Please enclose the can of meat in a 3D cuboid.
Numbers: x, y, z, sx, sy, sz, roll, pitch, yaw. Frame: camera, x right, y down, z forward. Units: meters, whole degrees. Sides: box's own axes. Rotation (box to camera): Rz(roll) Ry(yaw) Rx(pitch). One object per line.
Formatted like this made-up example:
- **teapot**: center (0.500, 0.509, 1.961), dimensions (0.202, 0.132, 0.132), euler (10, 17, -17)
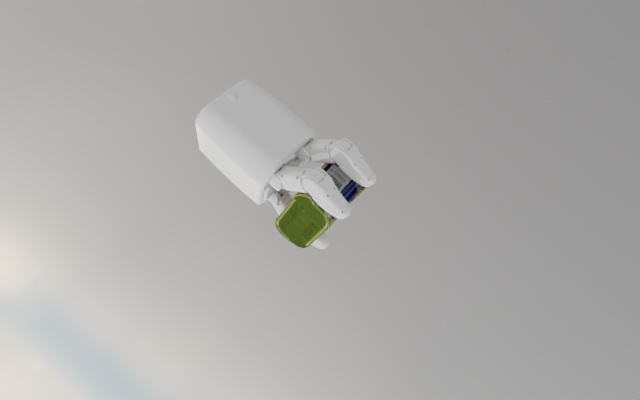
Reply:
- **can of meat**: center (0.000, 0.002, 0.563), dimensions (0.084, 0.057, 0.102), euler (-47, -1, -36)
